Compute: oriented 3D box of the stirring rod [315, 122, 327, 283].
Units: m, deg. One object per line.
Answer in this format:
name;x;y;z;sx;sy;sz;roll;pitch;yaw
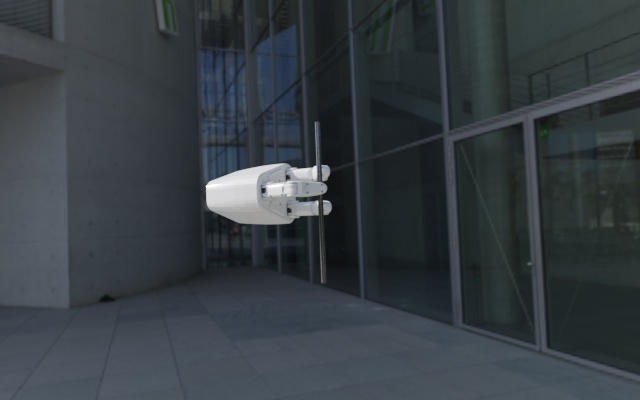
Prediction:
stirring rod;0.000;0.002;0.713;0.011;0.239;0.011;-2;-2;0
